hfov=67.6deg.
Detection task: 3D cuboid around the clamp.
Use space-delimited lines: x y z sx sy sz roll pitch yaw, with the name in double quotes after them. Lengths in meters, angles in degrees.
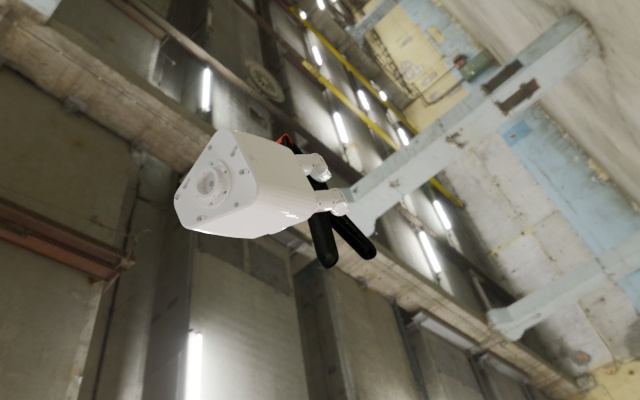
-0.001 0.002 0.651 0.036 0.210 0.164 -37 -23 17 "clamp"
